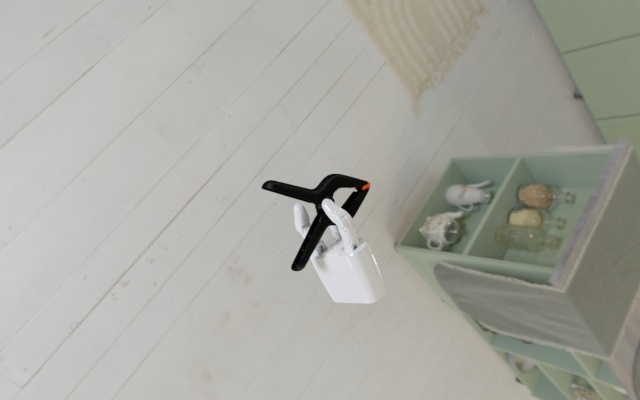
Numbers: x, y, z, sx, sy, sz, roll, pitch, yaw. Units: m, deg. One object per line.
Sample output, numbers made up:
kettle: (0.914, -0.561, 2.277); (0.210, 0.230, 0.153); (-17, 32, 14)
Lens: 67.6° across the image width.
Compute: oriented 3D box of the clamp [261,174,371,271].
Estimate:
clamp: (0.001, 0.003, 0.840); (0.210, 0.164, 0.036); (-34, 20, -27)
